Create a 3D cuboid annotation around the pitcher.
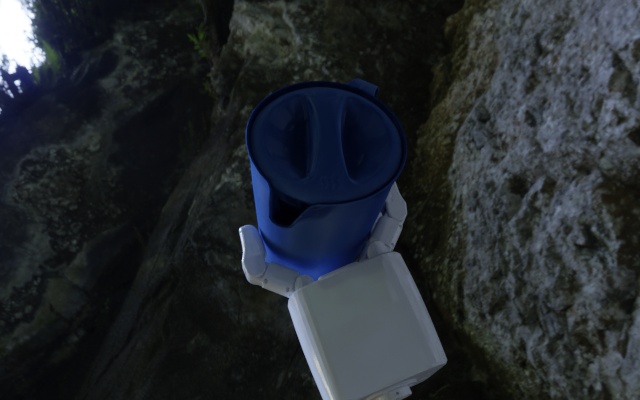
[{"bbox_3d":[0.000,0.002,0.493,0.149,0.145,0.243,-15,-29,-15],"label":"pitcher"}]
